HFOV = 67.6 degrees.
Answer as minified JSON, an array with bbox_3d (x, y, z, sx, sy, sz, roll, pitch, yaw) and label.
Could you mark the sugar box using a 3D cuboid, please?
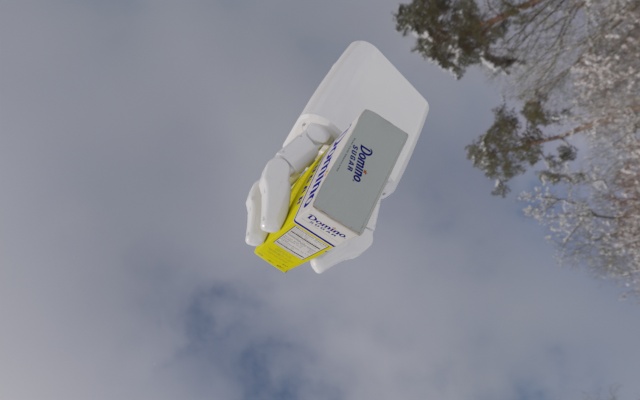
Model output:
[{"bbox_3d":[0.000,0.001,0.406,0.048,0.093,0.176,31,-25,-7],"label":"sugar box"}]
